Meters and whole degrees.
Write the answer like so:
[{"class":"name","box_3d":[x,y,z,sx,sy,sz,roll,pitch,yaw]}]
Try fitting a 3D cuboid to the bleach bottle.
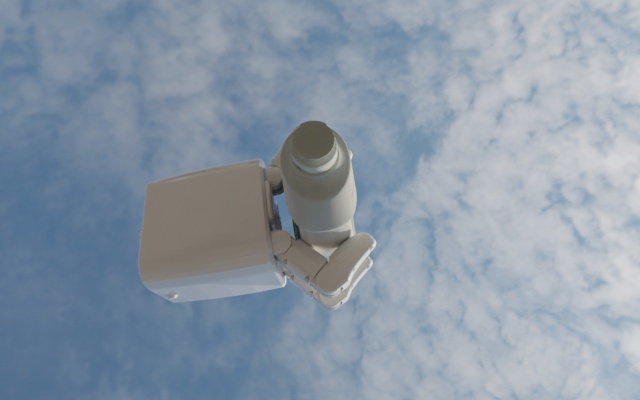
[{"class":"bleach bottle","box_3d":[0.000,0.001,0.423,0.068,0.102,0.251,-10,-23,-1]}]
